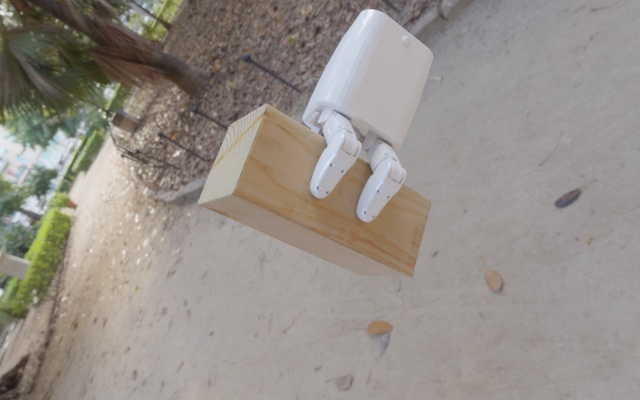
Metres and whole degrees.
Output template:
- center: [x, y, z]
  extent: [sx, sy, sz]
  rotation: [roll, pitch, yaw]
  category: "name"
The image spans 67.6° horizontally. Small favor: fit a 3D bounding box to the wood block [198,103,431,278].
- center: [0.000, 0.001, 0.479]
  extent: [0.206, 0.090, 0.091]
  rotation: [27, -19, -27]
  category: "wood block"
